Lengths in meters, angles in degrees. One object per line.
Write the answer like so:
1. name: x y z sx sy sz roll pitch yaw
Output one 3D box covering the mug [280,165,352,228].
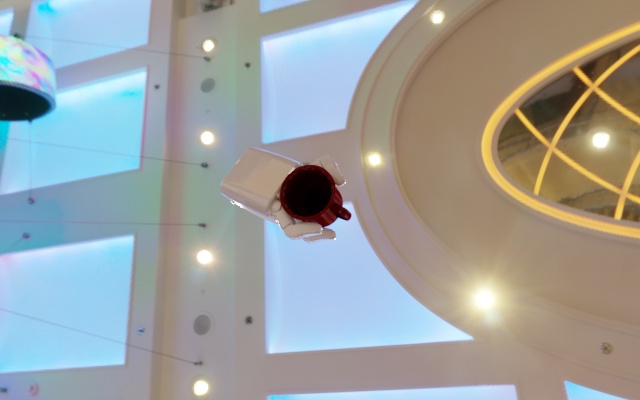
1. mug: 0.001 0.003 0.786 0.117 0.093 0.081 24 -9 22
